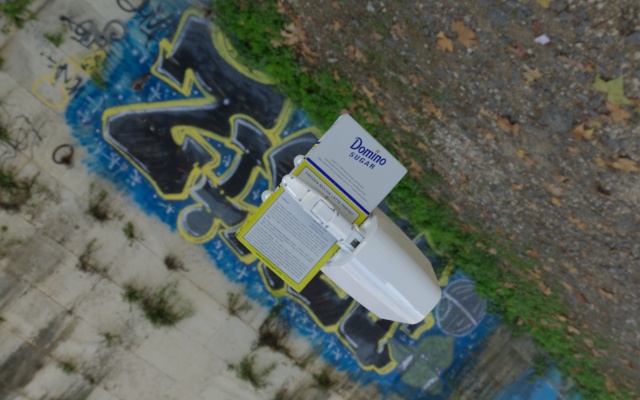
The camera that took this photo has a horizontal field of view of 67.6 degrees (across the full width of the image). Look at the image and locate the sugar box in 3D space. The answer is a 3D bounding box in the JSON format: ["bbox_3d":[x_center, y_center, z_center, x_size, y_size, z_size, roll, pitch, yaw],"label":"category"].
[{"bbox_3d":[0.000,0.002,0.519,0.093,0.176,0.048,43,-2,-9],"label":"sugar box"}]
